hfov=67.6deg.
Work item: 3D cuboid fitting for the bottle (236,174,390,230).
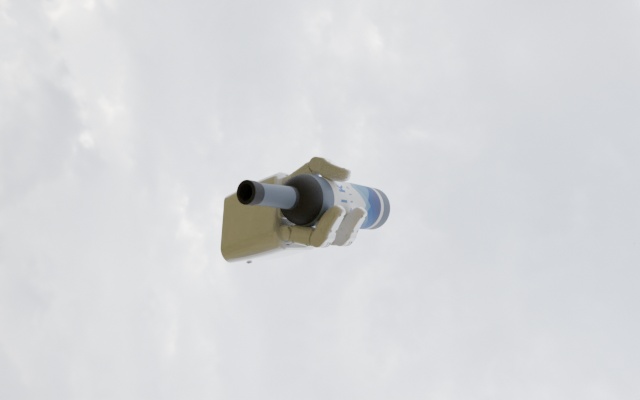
[{"bbox_3d":[0.000,0.002,0.635,0.069,0.069,0.296,0,-4,33],"label":"bottle"}]
